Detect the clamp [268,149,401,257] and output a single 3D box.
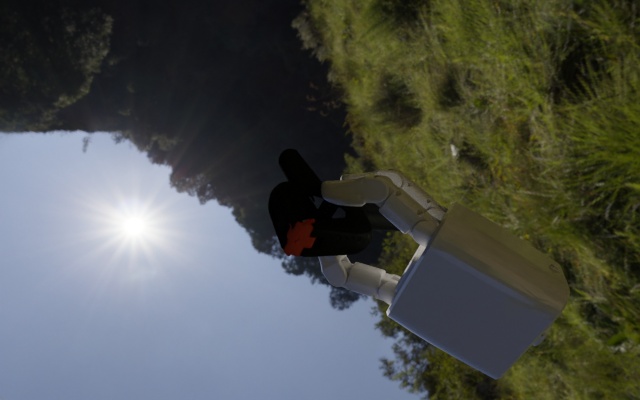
[{"bbox_3d":[0.000,0.002,0.443,0.164,0.036,0.210,29,18,13],"label":"clamp"}]
